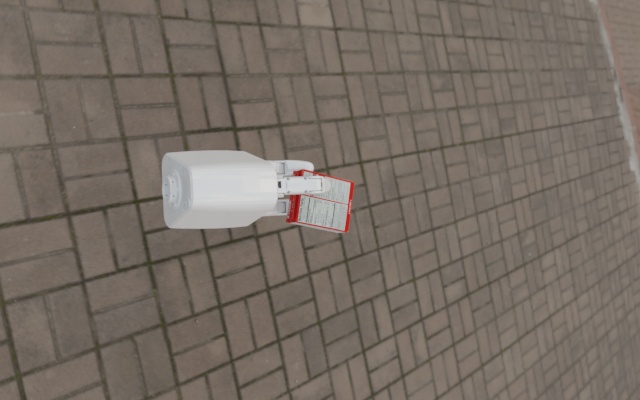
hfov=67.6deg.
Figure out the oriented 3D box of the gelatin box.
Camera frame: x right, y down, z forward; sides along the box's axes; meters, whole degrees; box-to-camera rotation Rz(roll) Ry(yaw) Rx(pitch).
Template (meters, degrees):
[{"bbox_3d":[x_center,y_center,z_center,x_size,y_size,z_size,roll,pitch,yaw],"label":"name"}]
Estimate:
[{"bbox_3d":[0.001,0.002,0.658,0.089,0.073,0.030,12,-10,-30],"label":"gelatin box"}]
